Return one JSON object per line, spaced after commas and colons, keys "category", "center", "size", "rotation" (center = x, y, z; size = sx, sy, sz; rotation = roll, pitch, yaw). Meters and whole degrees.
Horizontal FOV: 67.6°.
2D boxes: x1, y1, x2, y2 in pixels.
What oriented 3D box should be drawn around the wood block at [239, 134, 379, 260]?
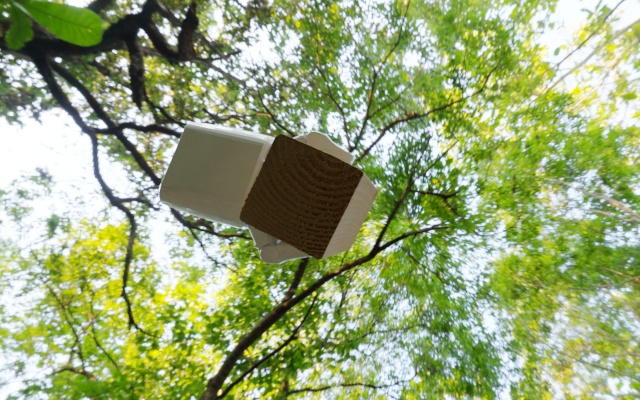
{"category": "wood block", "center": [0.000, 0.001, 0.528], "size": [0.090, 0.091, 0.206], "rotation": [26, 2, 11]}
